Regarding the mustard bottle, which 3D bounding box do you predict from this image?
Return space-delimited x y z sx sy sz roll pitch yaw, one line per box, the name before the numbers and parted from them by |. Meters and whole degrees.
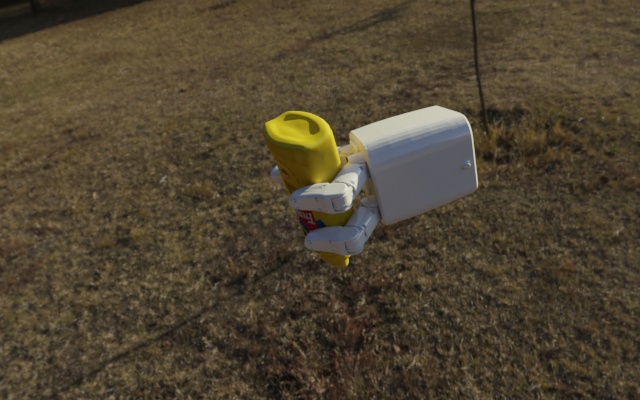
mustard bottle | 0.000 0.002 0.522 0.058 0.192 0.096 -33 37 -19
